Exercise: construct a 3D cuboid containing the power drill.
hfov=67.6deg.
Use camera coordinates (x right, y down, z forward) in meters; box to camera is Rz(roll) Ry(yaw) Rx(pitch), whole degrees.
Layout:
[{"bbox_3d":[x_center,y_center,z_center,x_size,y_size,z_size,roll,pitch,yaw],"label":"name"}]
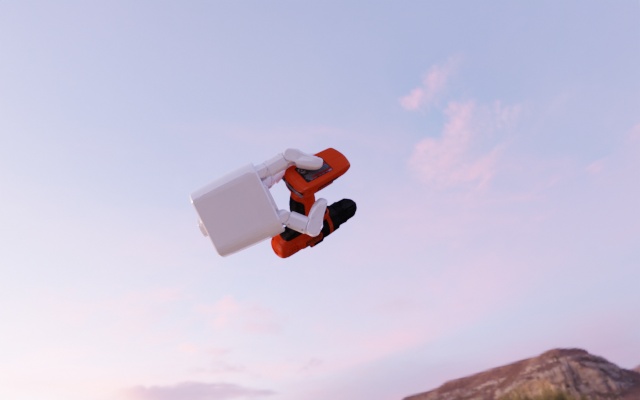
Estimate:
[{"bbox_3d":[0.000,0.002,0.808,0.184,0.188,0.057,-31,58,-29],"label":"power drill"}]
